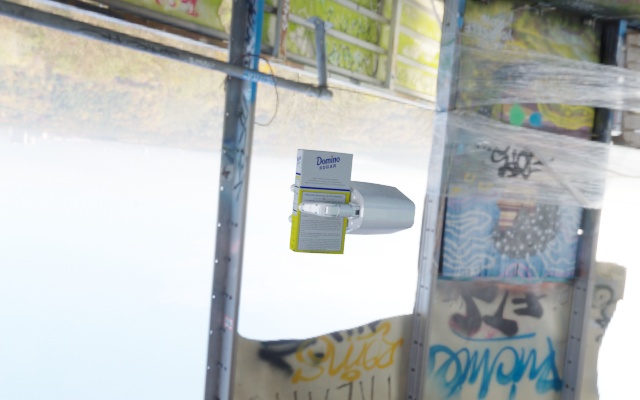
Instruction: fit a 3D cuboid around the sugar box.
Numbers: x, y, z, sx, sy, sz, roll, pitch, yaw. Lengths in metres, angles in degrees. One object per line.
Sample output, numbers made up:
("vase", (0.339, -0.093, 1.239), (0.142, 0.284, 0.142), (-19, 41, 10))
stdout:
("sugar box", (0.000, 0.003, 0.821), (0.093, 0.176, 0.048), (4, 3, -19))
